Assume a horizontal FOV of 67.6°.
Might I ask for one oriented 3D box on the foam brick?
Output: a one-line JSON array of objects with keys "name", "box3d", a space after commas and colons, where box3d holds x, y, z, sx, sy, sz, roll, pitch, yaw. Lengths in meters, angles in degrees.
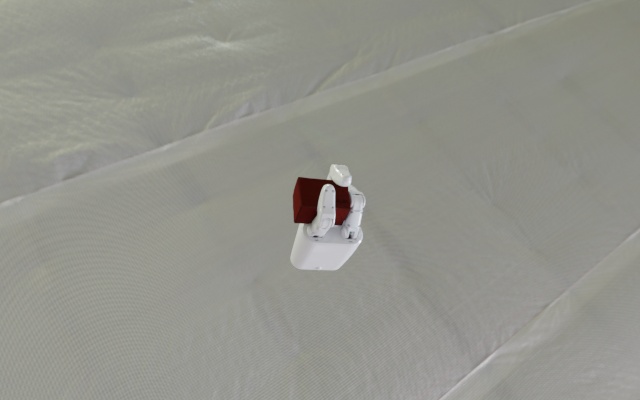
[{"name": "foam brick", "box3d": [0.000, 0.002, 0.715, 0.078, 0.053, 0.051, 5, -32, -15]}]
